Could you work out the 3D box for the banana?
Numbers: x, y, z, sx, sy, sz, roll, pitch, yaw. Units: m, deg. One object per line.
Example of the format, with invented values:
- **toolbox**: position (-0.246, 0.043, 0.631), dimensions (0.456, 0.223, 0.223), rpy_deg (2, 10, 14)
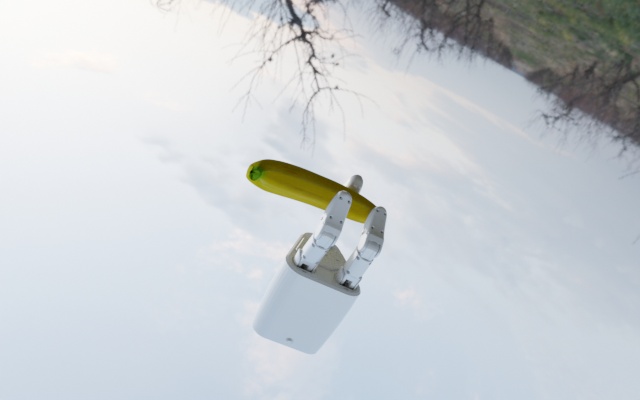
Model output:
- **banana**: position (-0.010, -0.009, 0.543), dimensions (0.198, 0.037, 0.069), rpy_deg (17, 22, -37)
